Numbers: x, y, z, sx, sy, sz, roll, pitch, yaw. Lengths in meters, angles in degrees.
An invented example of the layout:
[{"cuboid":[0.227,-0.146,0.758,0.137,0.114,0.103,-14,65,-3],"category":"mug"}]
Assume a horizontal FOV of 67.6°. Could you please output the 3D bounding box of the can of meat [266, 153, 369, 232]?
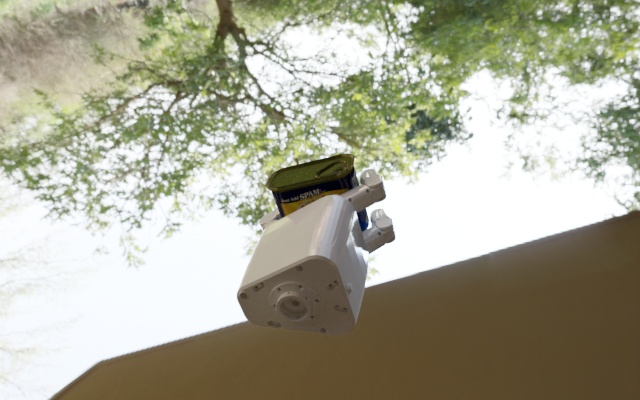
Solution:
[{"cuboid":[0.000,0.002,0.552,0.102,0.084,0.057,-12,25,13],"category":"can of meat"}]
